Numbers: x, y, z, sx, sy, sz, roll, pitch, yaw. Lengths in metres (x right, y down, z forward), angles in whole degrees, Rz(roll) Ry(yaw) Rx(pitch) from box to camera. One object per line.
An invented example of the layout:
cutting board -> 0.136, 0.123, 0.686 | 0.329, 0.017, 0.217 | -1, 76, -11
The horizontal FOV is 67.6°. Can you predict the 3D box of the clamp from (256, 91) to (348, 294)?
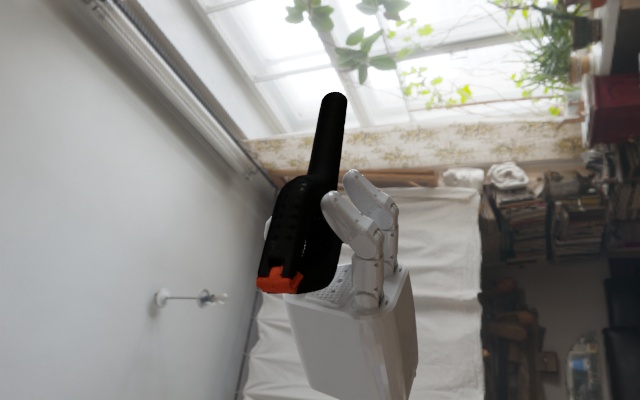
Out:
clamp -> -0.001, 0.002, 0.410 | 0.036, 0.165, 0.210 | -4, 20, 23
